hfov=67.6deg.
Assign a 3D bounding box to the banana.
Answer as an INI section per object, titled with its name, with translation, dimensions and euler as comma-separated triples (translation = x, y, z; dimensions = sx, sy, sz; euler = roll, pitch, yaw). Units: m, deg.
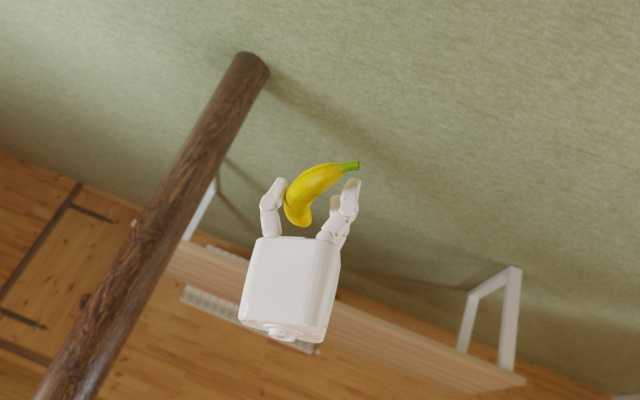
[banana]
translation = -0.016, -0.003, 0.663
dimensions = 0.069, 0.037, 0.198
euler = 11, -27, -18
